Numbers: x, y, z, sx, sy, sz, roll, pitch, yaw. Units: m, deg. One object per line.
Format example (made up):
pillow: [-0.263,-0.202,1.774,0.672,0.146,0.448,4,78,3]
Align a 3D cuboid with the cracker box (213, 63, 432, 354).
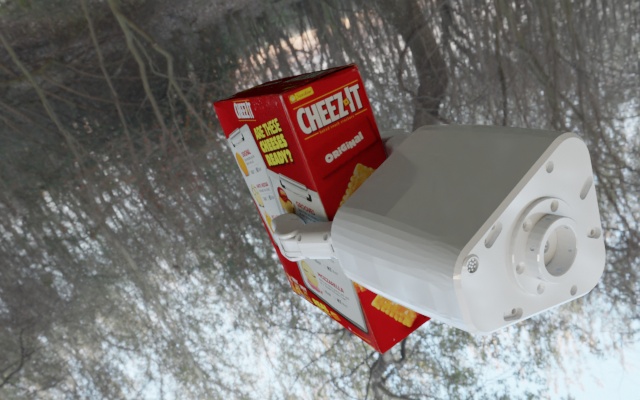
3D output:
cracker box: [0.000,0.002,0.414,0.072,0.214,0.164,-28,20,-22]
